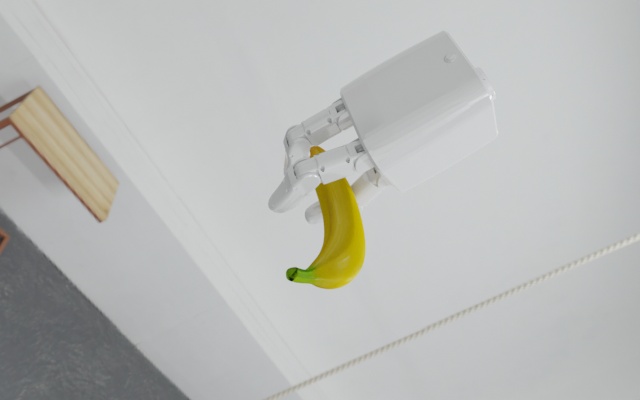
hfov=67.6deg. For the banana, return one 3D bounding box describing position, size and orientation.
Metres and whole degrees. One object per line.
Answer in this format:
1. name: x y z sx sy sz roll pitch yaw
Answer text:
1. banana: 0.012 0.016 0.436 0.037 0.070 0.197 -33 27 22
